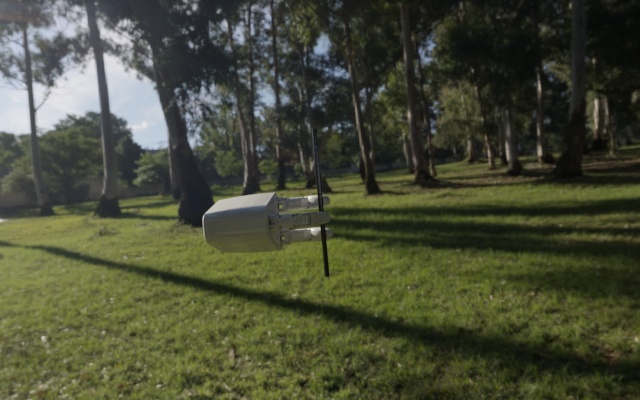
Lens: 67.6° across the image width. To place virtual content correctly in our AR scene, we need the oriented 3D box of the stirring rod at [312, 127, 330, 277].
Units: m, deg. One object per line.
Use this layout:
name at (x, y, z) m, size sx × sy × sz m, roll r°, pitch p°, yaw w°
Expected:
stirring rod at (0.000, 0.003, 0.769) m, size 0.011 × 0.239 × 0.011 m, roll -5°, pitch -1°, yaw 0°
